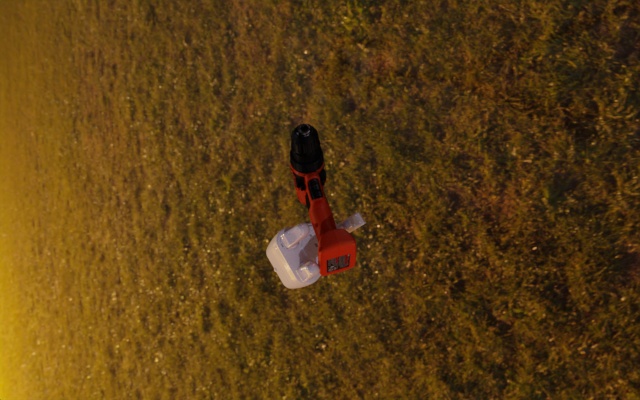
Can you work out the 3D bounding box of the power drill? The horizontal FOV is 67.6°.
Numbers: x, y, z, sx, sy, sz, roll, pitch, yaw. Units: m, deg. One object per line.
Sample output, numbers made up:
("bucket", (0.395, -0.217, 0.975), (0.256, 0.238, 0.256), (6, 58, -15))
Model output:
("power drill", (0.000, 0.003, 0.707), (0.057, 0.187, 0.184), (-15, -30, -4))
